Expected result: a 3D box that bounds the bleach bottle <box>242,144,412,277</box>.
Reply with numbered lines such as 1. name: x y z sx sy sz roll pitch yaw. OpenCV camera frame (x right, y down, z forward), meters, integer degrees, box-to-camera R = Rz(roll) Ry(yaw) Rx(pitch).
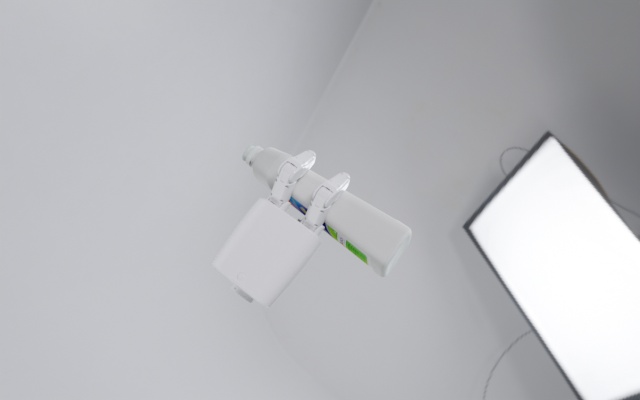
1. bleach bottle: 0.000 0.002 0.645 0.251 0.068 0.103 34 -10 16
